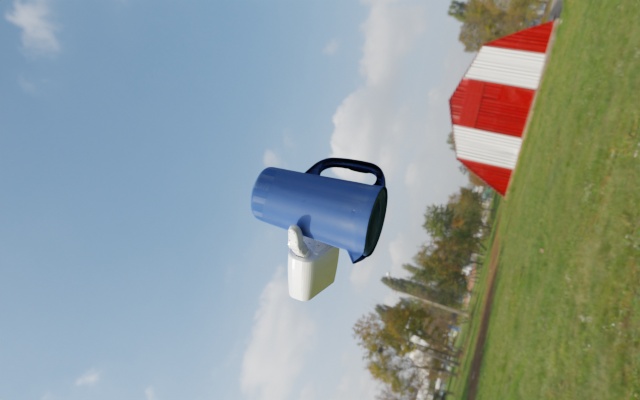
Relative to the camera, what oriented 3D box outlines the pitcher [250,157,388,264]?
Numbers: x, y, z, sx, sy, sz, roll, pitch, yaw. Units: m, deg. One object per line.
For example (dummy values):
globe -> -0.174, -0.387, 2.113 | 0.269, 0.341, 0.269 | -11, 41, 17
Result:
pitcher -> 0.000, 0.003, 0.895 | 0.243, 0.145, 0.149 | 15, 33, 18
